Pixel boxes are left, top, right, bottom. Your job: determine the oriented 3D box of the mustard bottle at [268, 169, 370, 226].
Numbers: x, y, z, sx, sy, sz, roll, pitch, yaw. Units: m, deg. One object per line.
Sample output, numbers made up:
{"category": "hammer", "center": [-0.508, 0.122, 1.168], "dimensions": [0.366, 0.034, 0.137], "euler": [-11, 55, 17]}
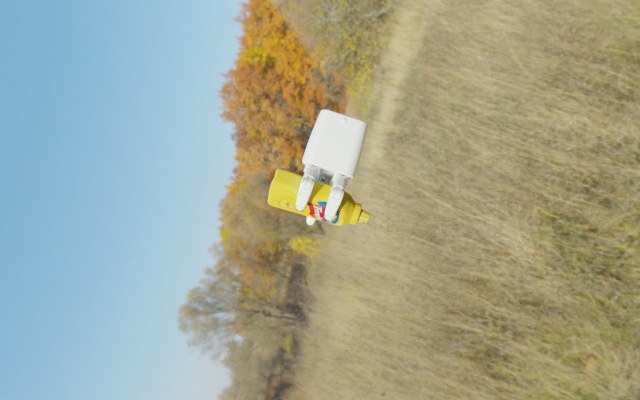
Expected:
{"category": "mustard bottle", "center": [0.000, 0.003, 0.897], "dimensions": [0.191, 0.058, 0.096], "euler": [18, -30, -1]}
